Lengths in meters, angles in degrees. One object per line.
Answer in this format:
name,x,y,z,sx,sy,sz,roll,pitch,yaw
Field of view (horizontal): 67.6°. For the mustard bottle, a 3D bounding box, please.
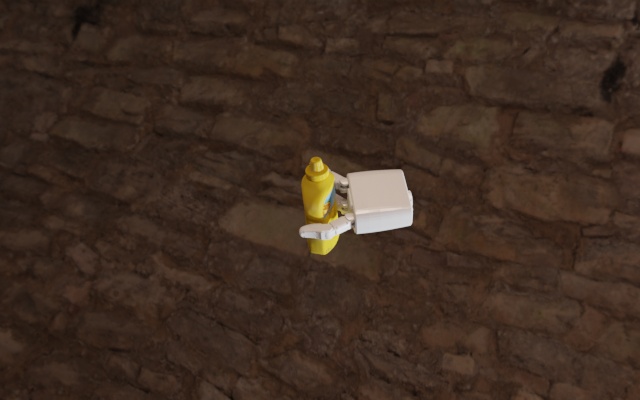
mustard bottle,0.000,0.003,0.882,0.058,0.192,0.096,9,42,17
